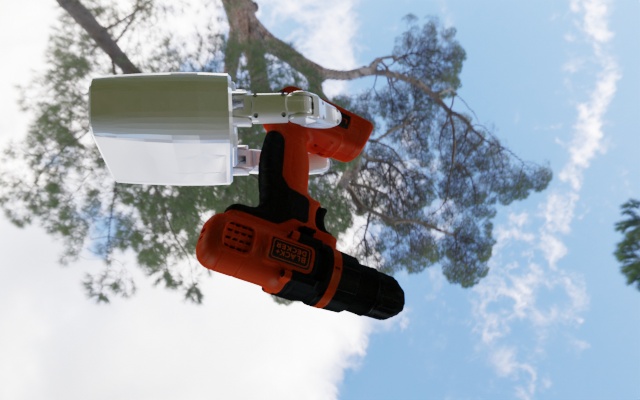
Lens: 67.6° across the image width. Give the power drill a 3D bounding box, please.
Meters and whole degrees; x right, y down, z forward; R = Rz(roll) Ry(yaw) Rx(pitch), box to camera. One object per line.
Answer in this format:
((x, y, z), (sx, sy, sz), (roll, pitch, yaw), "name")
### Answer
((0.000, 0.001, 0.425), (0.184, 0.187, 0.057), (22, -34, -20), "power drill")
